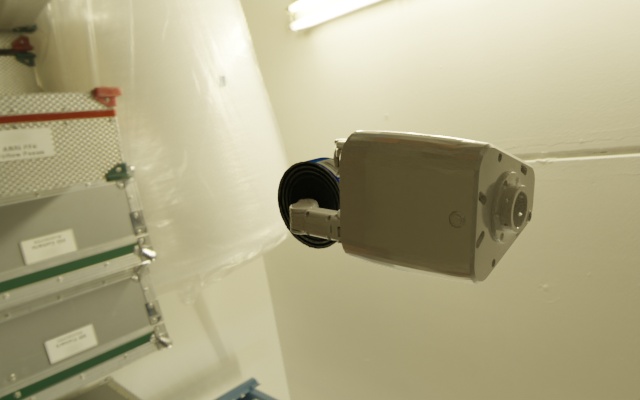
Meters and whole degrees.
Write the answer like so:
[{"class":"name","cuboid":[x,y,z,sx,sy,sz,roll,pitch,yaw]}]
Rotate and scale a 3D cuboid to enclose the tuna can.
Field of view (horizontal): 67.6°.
[{"class":"tuna can","cuboid":[0.000,0.001,0.467,0.086,0.086,0.033,0,13,41]}]
